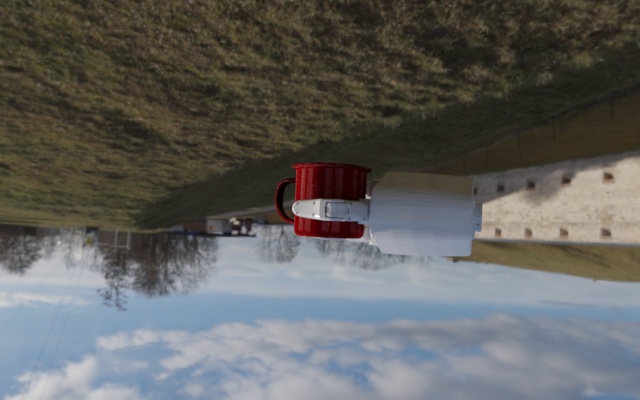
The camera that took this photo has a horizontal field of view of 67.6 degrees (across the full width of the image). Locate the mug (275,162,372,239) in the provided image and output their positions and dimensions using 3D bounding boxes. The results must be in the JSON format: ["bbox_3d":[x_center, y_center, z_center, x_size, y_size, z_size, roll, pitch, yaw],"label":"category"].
[{"bbox_3d":[-0.001,0.002,0.560,0.117,0.081,0.093,2,-3,19],"label":"mug"}]
